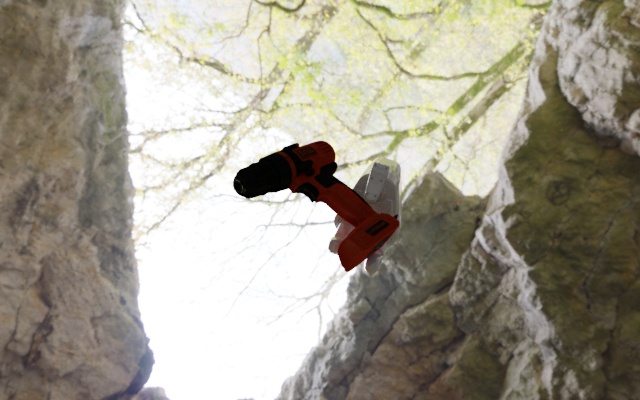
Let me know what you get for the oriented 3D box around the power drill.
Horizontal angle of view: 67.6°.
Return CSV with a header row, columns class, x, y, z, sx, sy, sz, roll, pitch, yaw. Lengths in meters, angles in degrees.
class,x,y,z,sx,sy,sz,roll,pitch,yaw
power drill,0.001,0.002,0.629,0.184,0.187,0.057,-27,-22,-46
